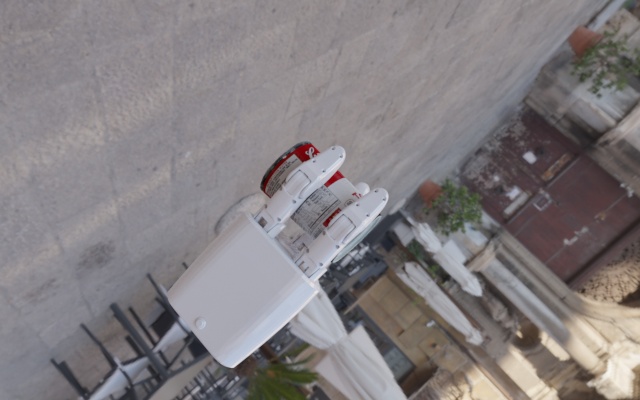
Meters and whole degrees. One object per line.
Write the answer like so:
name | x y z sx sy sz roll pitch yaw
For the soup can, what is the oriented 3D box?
soup can | 0.001 0.001 0.461 0.068 0.102 0.068 -41 -13 -11
